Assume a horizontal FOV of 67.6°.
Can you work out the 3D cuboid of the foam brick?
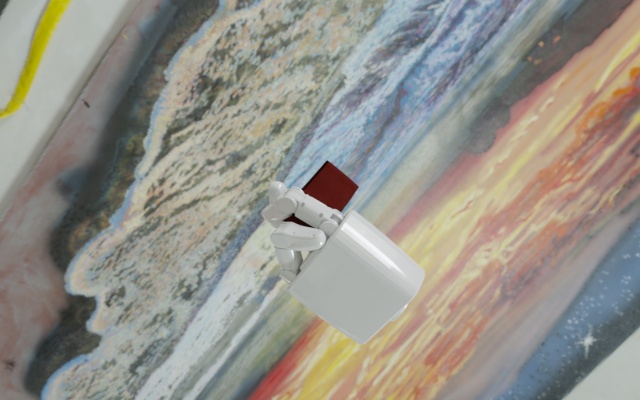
[{"bbox_3d":[0.000,0.002,0.561,0.053,0.051,0.078,-52,0,44],"label":"foam brick"}]
